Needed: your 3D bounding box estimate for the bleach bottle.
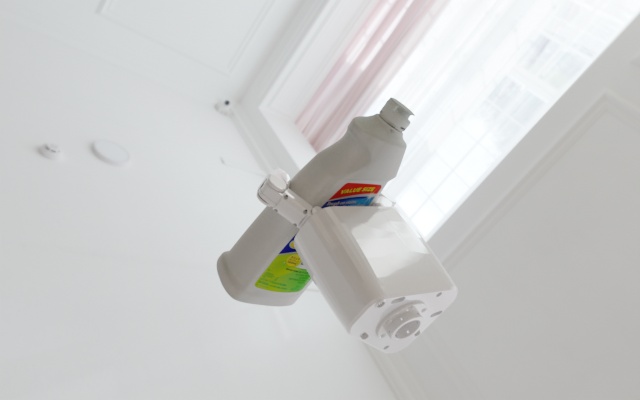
[{"bbox_3d":[0.000,0.002,0.489,0.102,0.251,0.068,18,28,-42],"label":"bleach bottle"}]
